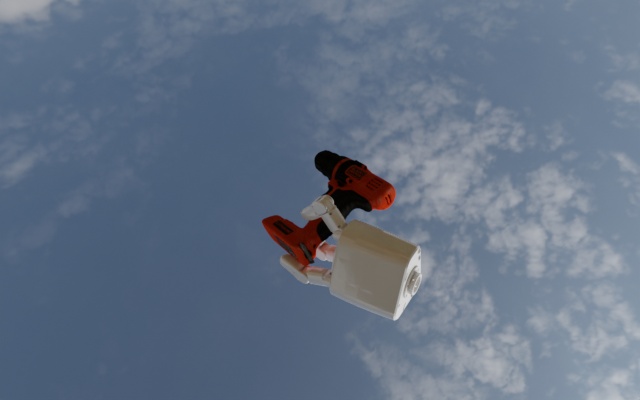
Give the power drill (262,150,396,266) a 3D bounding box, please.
[{"bbox_3d":[0.000,0.003,0.768,0.187,0.057,0.184,-41,42,-13],"label":"power drill"}]
